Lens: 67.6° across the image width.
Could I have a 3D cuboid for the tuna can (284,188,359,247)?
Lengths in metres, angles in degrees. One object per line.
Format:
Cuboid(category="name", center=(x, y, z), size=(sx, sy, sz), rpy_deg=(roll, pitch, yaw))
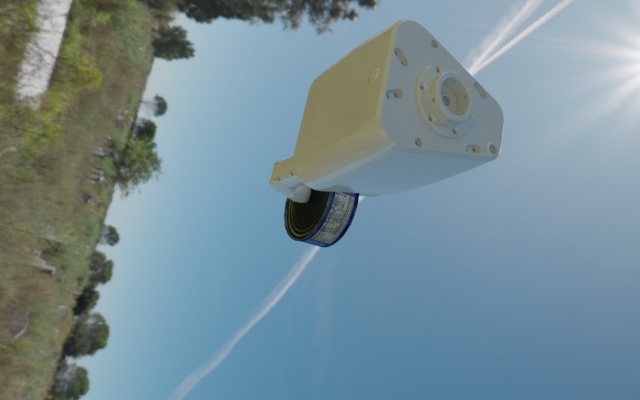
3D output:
Cuboid(category="tuna can", center=(0.001, 0.002, 0.466), size=(0.034, 0.086, 0.086), rpy_deg=(19, -9, -29))
